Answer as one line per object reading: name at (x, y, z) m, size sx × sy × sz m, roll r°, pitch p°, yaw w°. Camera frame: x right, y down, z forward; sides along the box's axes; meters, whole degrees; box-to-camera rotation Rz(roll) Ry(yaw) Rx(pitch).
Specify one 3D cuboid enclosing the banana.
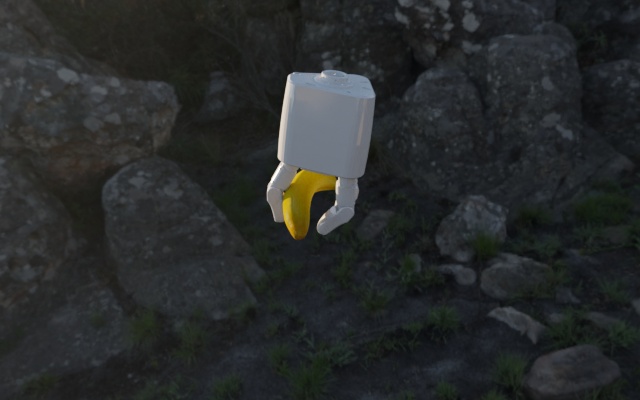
banana at (-0.014, -0.009, 0.668) m, size 0.069 × 0.037 × 0.197 m, roll 34°, pitch 29°, yaw 7°
